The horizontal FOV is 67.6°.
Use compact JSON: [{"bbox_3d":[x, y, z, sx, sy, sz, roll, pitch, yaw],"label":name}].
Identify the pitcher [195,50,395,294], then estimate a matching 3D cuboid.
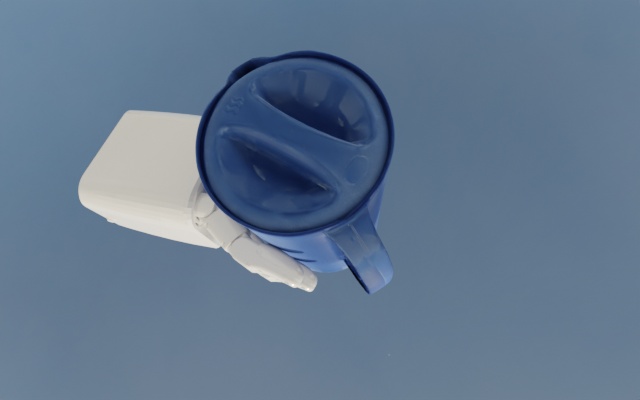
[{"bbox_3d":[0.000,0.001,0.418,0.145,0.149,0.243,10,-16,10],"label":"pitcher"}]
